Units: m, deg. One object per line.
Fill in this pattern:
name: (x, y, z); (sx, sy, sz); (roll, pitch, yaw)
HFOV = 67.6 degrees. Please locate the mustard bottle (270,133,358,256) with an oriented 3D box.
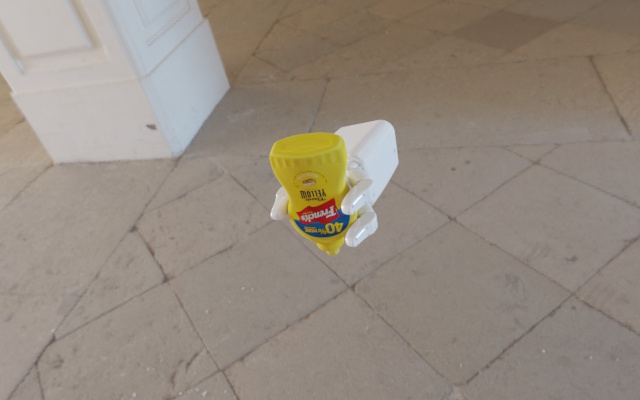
mustard bottle: (0.000, 0.002, 0.654); (0.096, 0.192, 0.058); (-5, 39, 12)
